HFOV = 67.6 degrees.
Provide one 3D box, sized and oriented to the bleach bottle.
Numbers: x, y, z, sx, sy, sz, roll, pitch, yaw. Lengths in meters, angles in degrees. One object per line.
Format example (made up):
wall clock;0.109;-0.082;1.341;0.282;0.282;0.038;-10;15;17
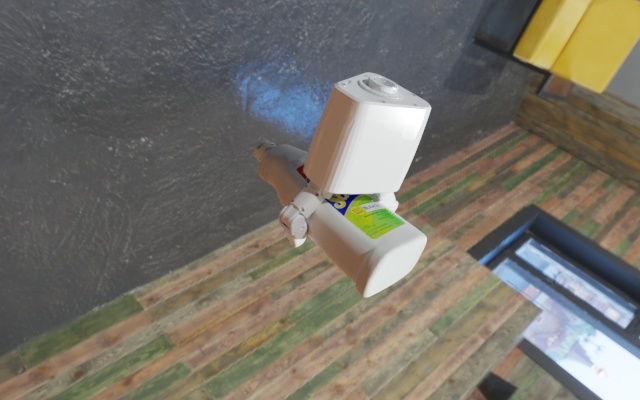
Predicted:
bleach bottle;0.000;0.002;0.573;0.102;0.068;0.250;-18;47;-44
